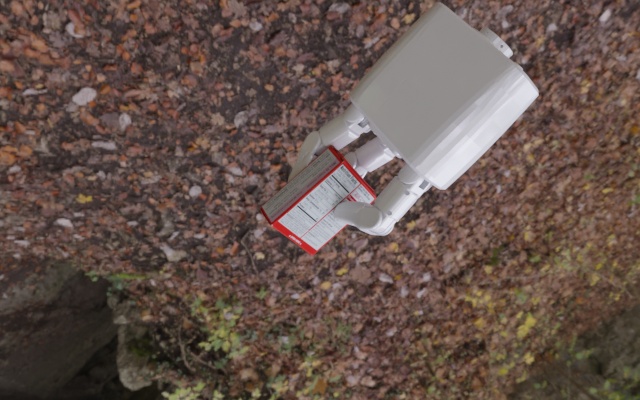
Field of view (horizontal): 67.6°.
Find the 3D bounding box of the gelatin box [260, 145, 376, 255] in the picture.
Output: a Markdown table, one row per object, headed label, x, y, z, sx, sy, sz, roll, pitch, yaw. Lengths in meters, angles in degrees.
| label | x | y | z | sx | sy | sz | roll | pitch | yaw |
| --- | --- | --- | --- | --- | --- | --- | --- | --- | --- |
| gelatin box | 0.000 | 0.002 | 0.447 | 0.073 | 0.089 | 0.030 | 42 | 8 | -48 |
